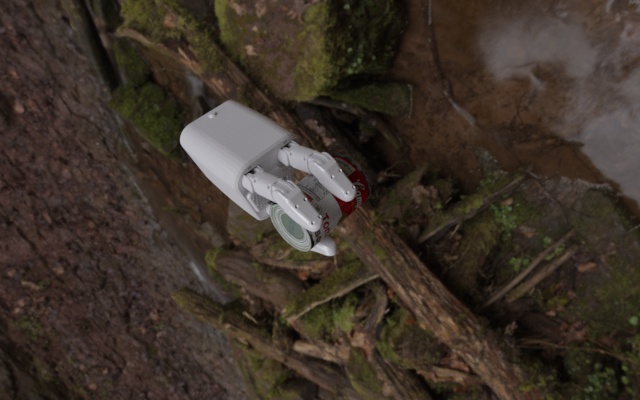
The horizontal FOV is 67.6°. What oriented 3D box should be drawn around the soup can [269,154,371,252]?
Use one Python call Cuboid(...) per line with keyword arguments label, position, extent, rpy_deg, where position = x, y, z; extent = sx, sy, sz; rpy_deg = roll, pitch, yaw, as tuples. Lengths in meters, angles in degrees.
Cuboid(label="soup can", position=(0.000, 0.002, 0.546), extent=(0.102, 0.068, 0.068), rpy_deg=(-40, 22, -29))
